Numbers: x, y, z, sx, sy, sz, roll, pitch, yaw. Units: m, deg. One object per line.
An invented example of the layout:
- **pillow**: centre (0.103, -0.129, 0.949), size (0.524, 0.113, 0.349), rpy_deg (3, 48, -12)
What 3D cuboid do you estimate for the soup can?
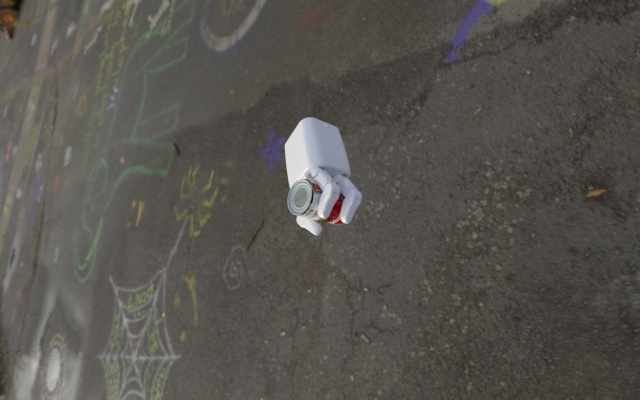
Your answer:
- **soup can**: centre (0.000, 0.003, 0.859), size (0.102, 0.068, 0.068), rpy_deg (14, -10, -42)
